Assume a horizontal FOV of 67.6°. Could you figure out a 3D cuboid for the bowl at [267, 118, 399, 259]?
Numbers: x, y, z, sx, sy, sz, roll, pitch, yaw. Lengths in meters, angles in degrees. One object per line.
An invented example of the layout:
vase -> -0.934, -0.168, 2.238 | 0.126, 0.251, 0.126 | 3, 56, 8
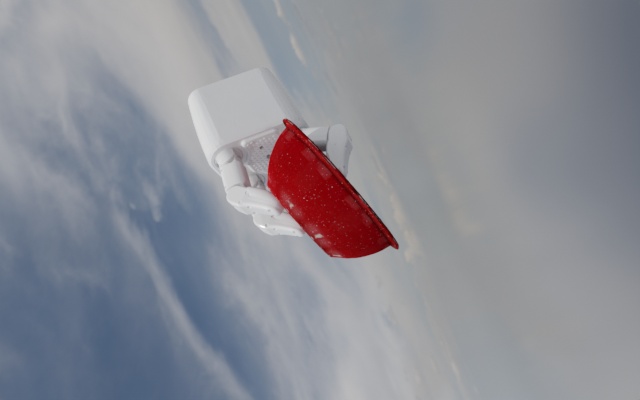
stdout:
bowl -> 0.000, 0.002, 0.448 | 0.055, 0.162, 0.162 | -42, 1, -1
